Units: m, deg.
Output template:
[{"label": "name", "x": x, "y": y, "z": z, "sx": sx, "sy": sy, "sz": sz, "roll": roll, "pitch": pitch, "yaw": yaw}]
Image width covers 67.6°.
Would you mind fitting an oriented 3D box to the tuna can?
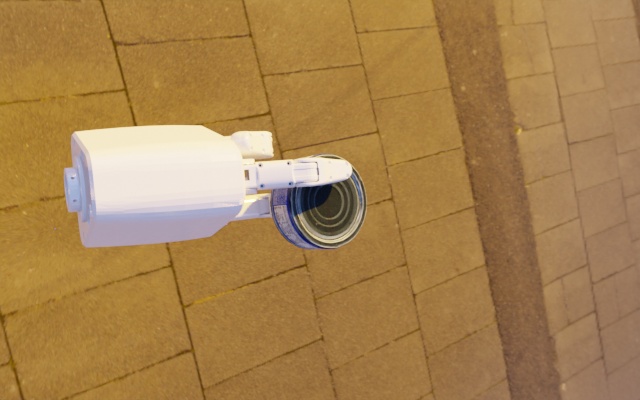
[{"label": "tuna can", "x": 0.000, "y": 0.001, "z": 0.429, "sx": 0.086, "sy": 0.086, "sz": 0.034, "roll": 0, "pitch": -3, "yaw": -35}]
